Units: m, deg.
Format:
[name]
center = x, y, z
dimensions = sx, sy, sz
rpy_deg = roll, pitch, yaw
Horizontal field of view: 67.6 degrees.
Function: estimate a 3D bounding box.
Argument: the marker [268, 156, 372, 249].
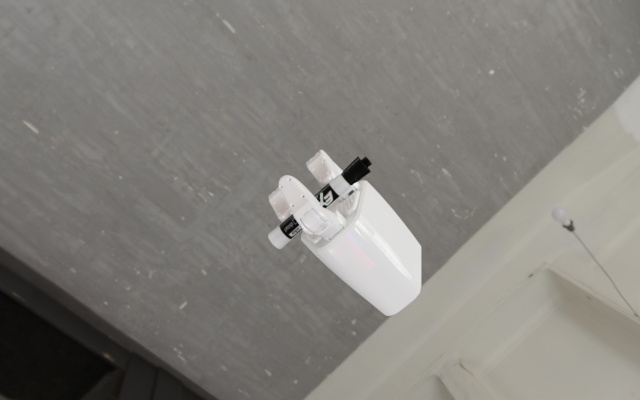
[marker]
center = 0.000, 0.001, 0.452
dimensions = 0.121, 0.020, 0.020
rpy_deg = -41, -9, 10
